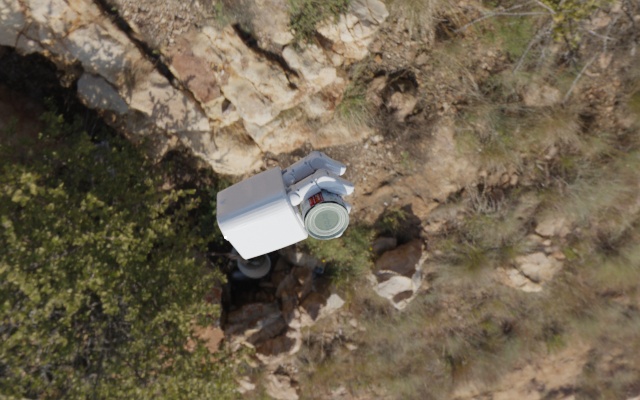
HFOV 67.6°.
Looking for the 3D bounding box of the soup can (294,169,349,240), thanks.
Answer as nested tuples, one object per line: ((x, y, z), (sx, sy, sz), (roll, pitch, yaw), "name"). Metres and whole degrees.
((0.001, 0.002, 0.714), (0.068, 0.068, 0.102), (0, 33, -12), "soup can")
